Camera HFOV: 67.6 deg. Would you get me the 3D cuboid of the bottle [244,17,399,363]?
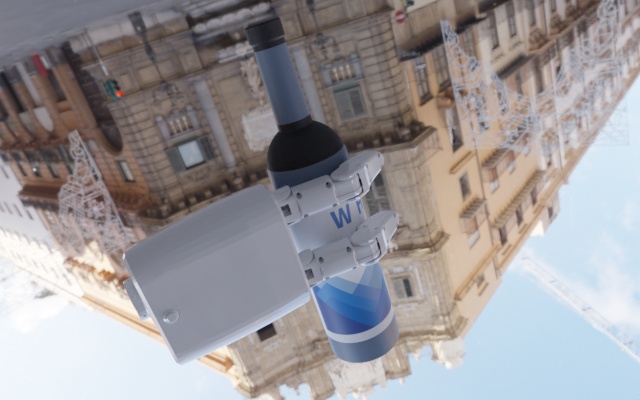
[{"bbox_3d":[0.000,0.001,0.400,0.069,0.296,0.069,-16,22,6],"label":"bottle"}]
